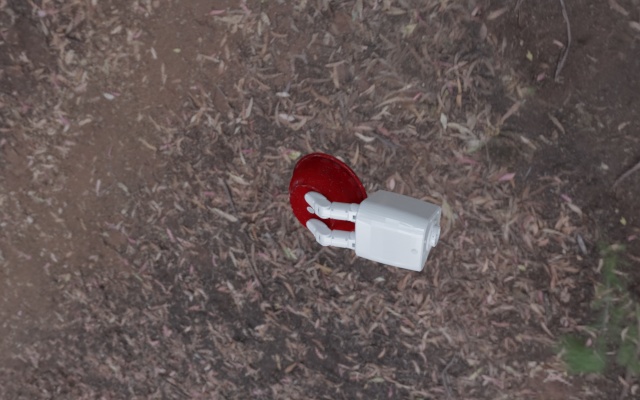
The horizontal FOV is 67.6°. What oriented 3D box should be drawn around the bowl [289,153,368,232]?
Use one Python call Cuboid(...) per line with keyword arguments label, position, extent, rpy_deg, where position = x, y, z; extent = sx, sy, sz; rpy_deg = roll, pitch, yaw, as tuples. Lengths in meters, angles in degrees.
Cuboid(label="bowl", position=(-0.001, 0.003, 0.814), extent=(0.162, 0.162, 0.055), rpy_deg=(0, 28, 41))
